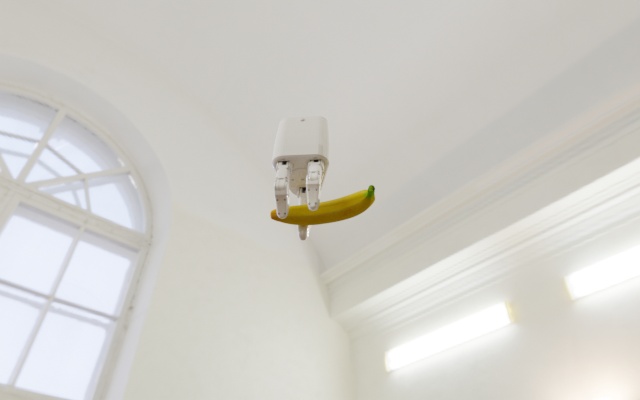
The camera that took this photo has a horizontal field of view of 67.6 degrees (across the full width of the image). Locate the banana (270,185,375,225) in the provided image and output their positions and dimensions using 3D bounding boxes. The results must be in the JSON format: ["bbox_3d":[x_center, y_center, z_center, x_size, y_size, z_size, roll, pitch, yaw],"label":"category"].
[{"bbox_3d":[0.012,0.011,0.797,0.198,0.037,0.070,-16,-39,26],"label":"banana"}]
